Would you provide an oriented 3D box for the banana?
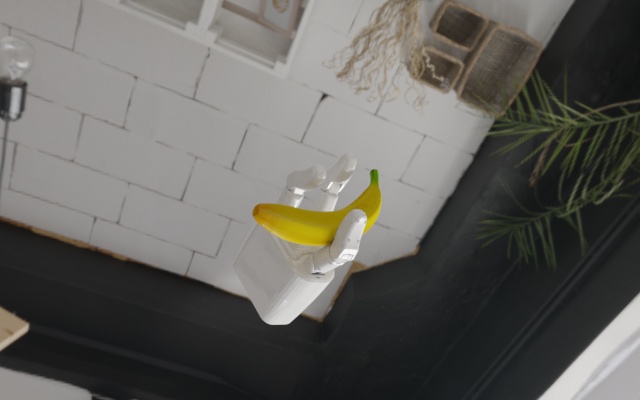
[{"bbox_3d":[0.011,0.017,0.535,0.198,0.069,0.037,-18,-16,-45],"label":"banana"}]
